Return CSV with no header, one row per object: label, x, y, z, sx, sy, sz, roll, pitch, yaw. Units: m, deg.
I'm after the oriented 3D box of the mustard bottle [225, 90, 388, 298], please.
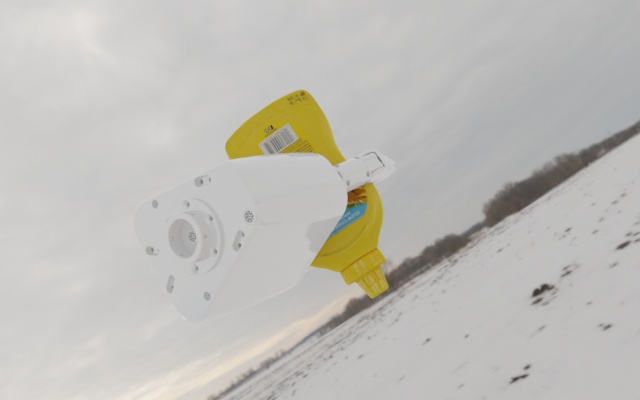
mustard bottle,0.000,0.001,0.429,0.096,0.191,0.058,-34,-13,4
